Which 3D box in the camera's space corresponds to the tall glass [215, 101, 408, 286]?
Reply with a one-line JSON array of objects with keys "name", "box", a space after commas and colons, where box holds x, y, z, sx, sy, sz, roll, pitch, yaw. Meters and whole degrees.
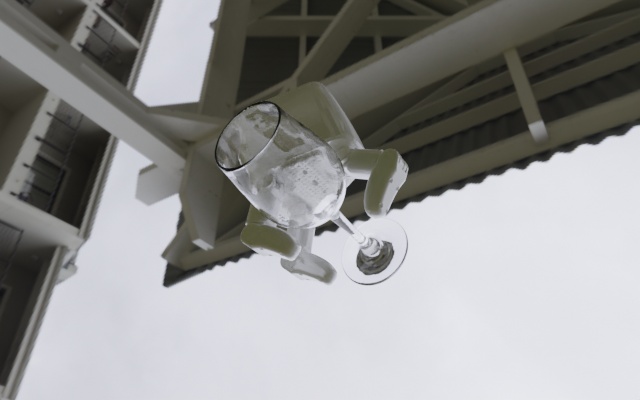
[{"name": "tall glass", "box": [0.001, 0.002, 0.412, 0.079, 0.079, 0.201, 0, -29, 38]}]
